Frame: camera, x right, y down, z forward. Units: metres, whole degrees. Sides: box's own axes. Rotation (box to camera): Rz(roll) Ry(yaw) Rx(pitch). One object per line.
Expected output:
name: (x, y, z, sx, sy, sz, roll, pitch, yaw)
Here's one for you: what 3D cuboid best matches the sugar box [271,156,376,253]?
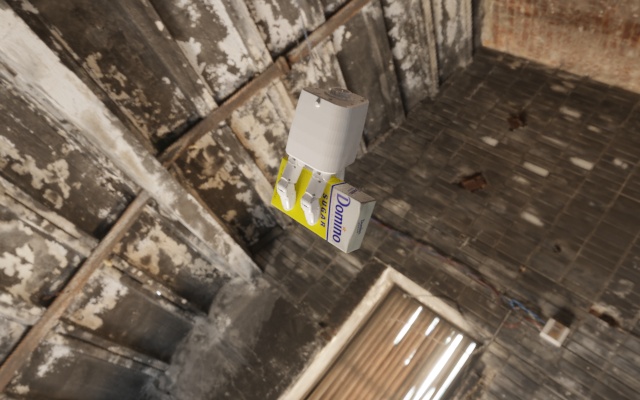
sugar box: (0.000, 0.002, 0.791, 0.176, 0.093, 0.048, 32, 28, 33)
